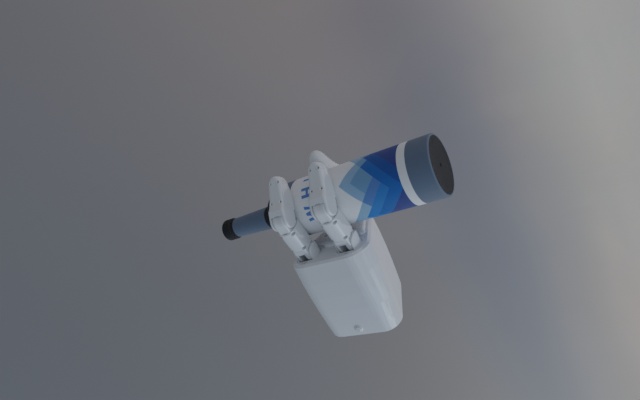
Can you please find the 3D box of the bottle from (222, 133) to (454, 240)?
[{"bbox_3d":[0.000,0.002,0.549,0.296,0.069,0.069,-17,-9,32],"label":"bottle"}]
